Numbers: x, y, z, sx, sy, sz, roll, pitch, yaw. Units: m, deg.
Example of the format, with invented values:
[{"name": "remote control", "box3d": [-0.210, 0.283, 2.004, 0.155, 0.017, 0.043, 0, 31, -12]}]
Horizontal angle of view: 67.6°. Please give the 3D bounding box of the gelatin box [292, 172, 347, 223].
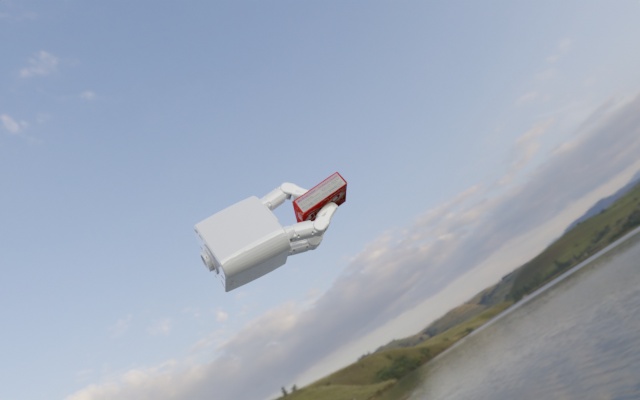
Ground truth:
[{"name": "gelatin box", "box3d": [0.000, 0.002, 0.759, 0.089, 0.030, 0.073, -35, -19, -13]}]
